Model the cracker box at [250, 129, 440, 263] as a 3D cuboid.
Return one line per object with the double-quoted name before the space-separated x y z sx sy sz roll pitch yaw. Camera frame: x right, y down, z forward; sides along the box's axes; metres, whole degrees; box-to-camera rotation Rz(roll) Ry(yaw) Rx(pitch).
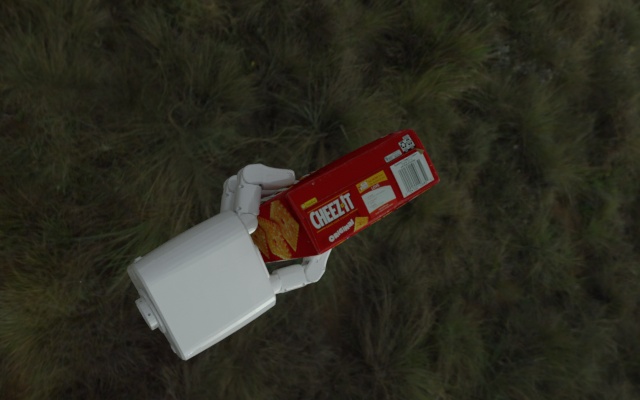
"cracker box" 0.000 0.002 0.541 0.164 0.072 0.214 -29 5 -27
